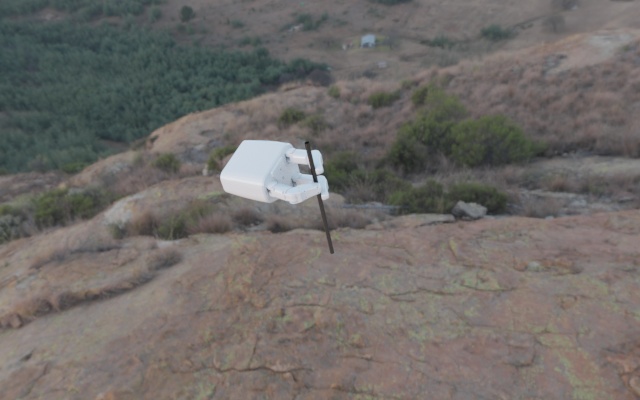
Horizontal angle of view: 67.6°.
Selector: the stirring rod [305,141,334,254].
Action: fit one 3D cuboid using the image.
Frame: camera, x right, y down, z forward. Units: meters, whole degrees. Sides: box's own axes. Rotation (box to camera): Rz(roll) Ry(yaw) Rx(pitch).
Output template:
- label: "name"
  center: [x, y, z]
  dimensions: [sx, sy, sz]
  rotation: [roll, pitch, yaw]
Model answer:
- label: "stirring rod"
  center: [0.000, 0.003, 0.845]
  dimensions: [0.011, 0.240, 0.011]
  rotation: [-9, 35, 6]
